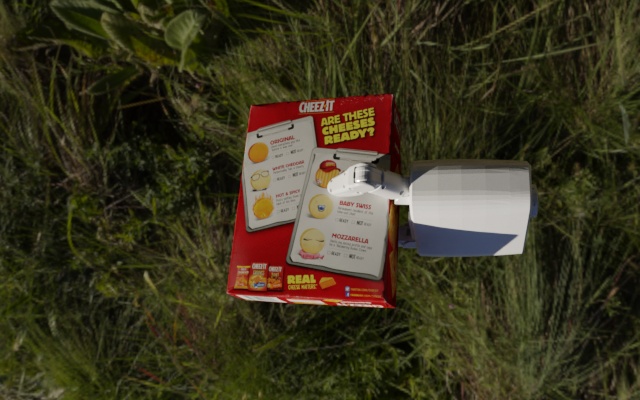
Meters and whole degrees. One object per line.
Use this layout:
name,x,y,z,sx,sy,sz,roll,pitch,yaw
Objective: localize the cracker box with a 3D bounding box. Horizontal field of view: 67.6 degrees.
cracker box,0.000,0.002,0.511,0.164,0.213,0.072,-1,-18,17
